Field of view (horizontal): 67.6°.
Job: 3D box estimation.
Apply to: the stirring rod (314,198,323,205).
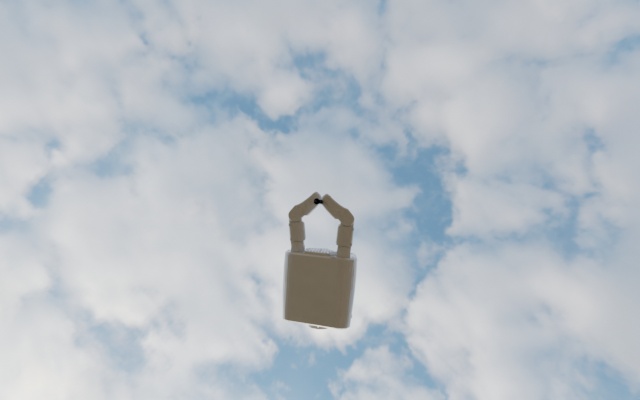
[{"bbox_3d":[0.000,0.002,0.719,0.011,0.011,0.239,0,-1,2],"label":"stirring rod"}]
